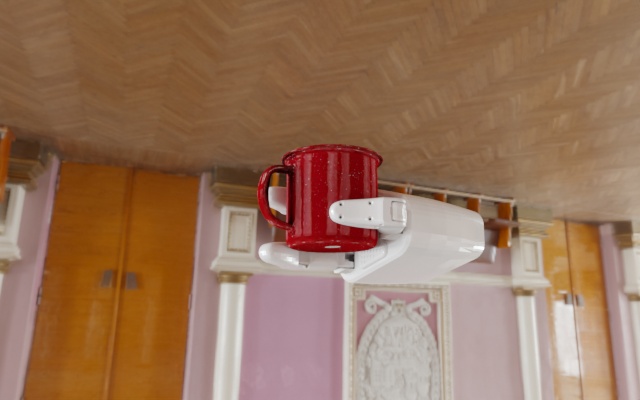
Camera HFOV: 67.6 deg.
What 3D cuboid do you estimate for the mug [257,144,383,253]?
[{"bbox_3d":[-0.001,0.001,0.423,0.117,0.081,0.093,8,-15,-31],"label":"mug"}]
